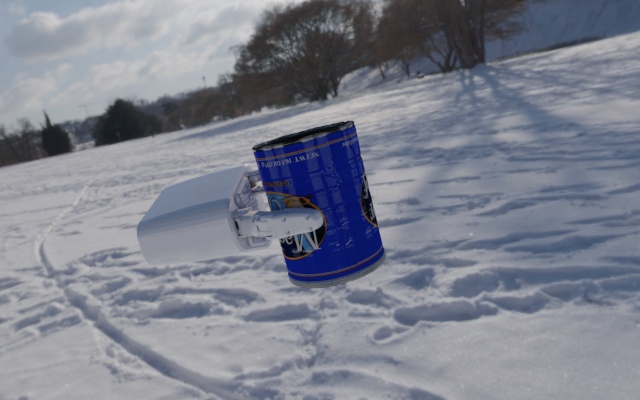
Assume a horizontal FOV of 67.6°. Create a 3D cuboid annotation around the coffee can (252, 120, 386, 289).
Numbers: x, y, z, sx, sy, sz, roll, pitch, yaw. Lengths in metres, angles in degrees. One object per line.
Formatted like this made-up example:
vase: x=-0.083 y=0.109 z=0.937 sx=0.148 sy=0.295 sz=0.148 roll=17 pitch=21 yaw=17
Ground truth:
coffee can: x=0.000 y=0.002 z=0.476 sx=0.103 sy=0.140 sz=0.102 roll=-14 pitch=12 yaw=3
